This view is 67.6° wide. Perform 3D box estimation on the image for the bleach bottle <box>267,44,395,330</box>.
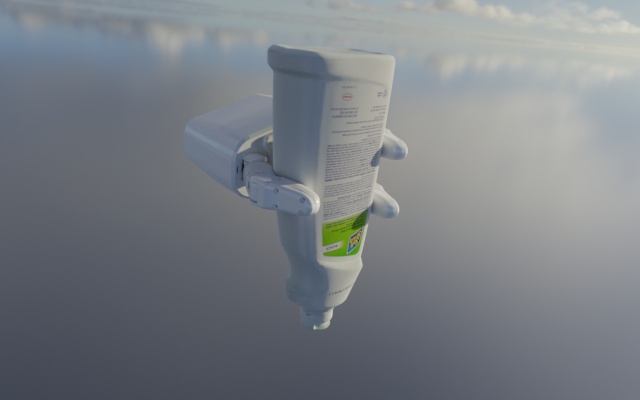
[{"bbox_3d":[0.000,0.001,0.410,0.102,0.251,0.068,-12,27,-39],"label":"bleach bottle"}]
